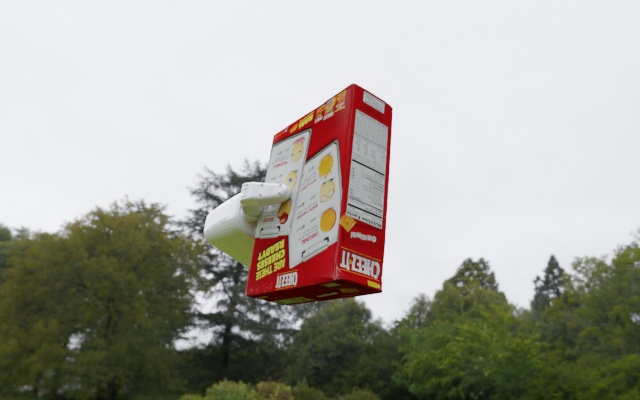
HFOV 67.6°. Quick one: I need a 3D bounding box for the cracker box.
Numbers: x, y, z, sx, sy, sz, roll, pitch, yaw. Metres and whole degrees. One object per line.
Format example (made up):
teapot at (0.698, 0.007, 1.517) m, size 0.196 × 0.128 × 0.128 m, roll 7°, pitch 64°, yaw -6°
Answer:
cracker box at (0.000, 0.002, 0.537) m, size 0.072 × 0.213 × 0.164 m, roll 21°, pitch -26°, yaw -32°
